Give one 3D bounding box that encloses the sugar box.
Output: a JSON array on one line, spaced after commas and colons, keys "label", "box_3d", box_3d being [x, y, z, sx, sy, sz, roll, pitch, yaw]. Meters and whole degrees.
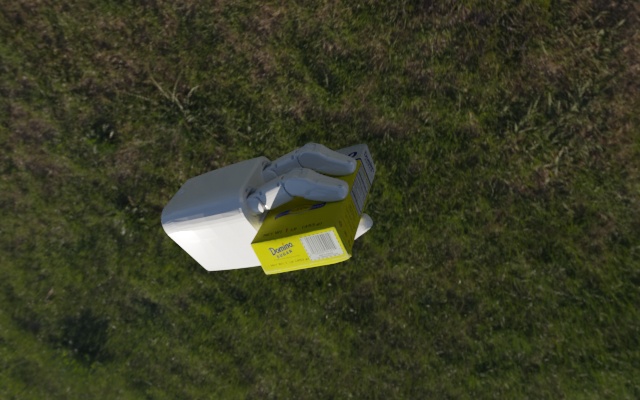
[{"label": "sugar box", "box_3d": [0.000, 0.001, 0.514, 0.093, 0.048, 0.176, -13, 30, 22]}]
